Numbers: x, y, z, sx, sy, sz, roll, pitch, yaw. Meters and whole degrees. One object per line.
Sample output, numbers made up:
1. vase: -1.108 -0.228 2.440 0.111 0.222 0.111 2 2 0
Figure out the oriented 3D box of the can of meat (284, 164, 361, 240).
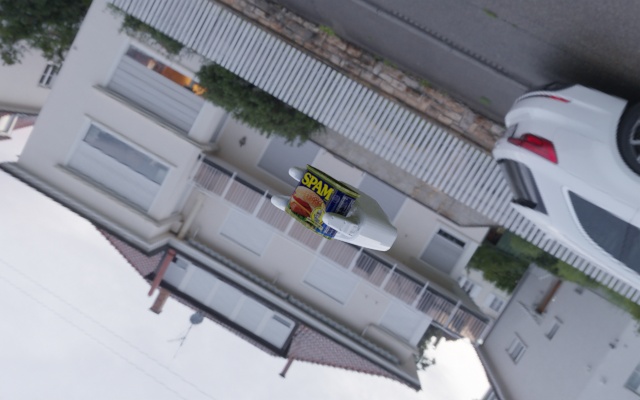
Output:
1. can of meat: 0.000 0.003 0.758 0.102 0.084 0.057 35 9 40
